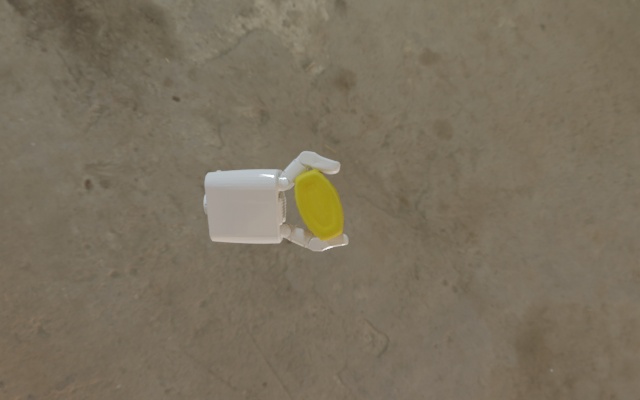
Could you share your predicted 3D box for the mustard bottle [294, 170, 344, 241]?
[{"bbox_3d":[0.000,0.002,0.731,0.058,0.096,0.191,-25,2,2],"label":"mustard bottle"}]
